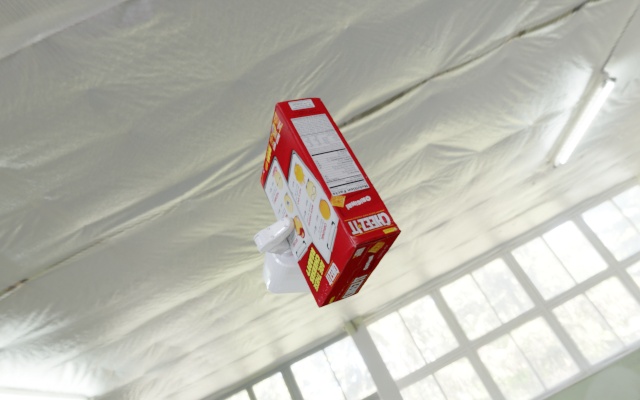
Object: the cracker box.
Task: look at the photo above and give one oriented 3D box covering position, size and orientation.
[{"bbox_3d":[0.000,0.002,0.609,0.072,0.213,0.164,-15,-29,-25],"label":"cracker box"}]
